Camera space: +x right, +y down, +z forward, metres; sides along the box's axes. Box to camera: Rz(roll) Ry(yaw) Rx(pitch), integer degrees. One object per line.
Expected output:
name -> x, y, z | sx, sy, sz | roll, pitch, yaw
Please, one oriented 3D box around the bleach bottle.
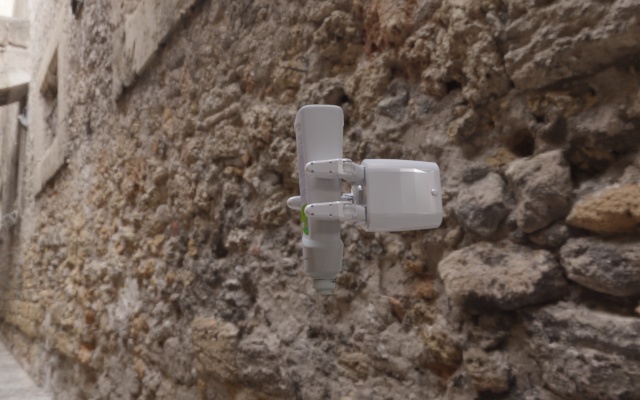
bleach bottle -> 0.000, 0.002, 0.662 | 0.068, 0.250, 0.102 | 0, -9, -6
